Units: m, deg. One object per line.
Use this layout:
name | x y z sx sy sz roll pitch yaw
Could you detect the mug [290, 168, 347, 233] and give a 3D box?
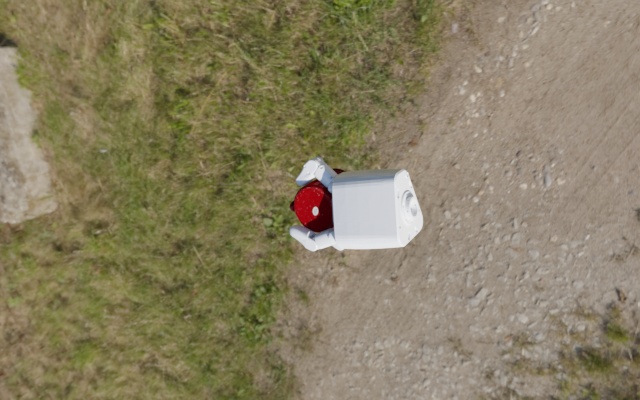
mug | -0.001 0.003 0.792 0.117 0.093 0.081 -1 18 34
